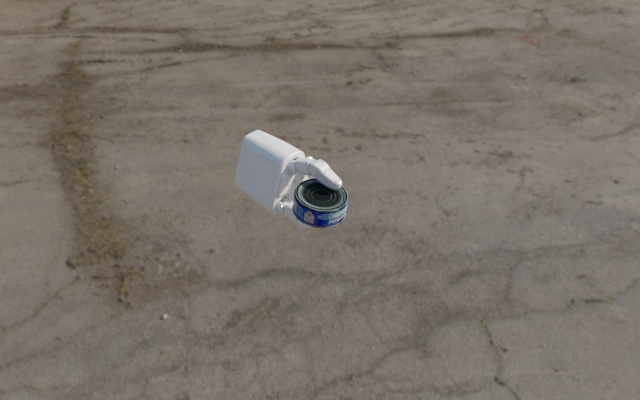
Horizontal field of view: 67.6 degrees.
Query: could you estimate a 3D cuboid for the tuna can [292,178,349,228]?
[{"bbox_3d":[0.000,0.002,0.742,0.086,0.034,0.086,6,38,-4],"label":"tuna can"}]
